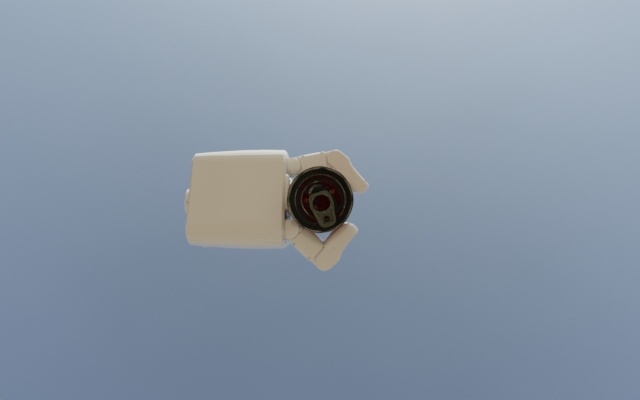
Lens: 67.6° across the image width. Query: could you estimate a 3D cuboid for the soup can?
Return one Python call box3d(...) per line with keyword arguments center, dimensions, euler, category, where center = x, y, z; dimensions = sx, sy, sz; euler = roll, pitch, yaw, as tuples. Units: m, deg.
box3d(center=(0.001, 0.002, 0.532), dimensions=(0.068, 0.068, 0.102), euler=(0, -3, 1), category="soup can")
